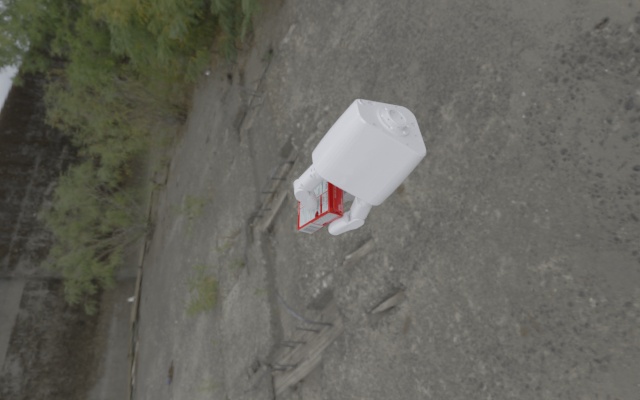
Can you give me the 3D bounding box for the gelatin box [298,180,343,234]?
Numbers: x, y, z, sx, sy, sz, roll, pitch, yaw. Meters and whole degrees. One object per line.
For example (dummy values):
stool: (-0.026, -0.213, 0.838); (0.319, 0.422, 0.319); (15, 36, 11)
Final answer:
gelatin box: (0.000, 0.002, 0.736); (0.030, 0.073, 0.089); (18, -31, -30)
